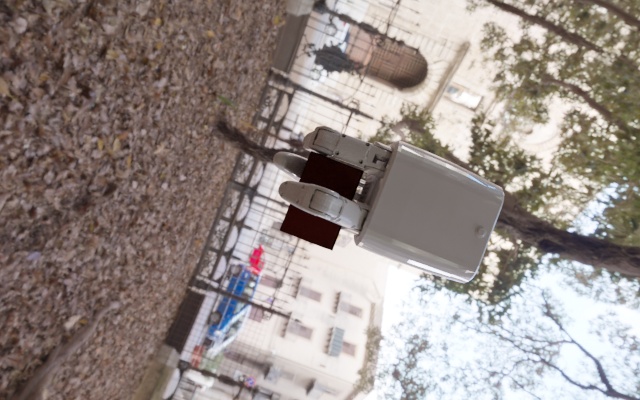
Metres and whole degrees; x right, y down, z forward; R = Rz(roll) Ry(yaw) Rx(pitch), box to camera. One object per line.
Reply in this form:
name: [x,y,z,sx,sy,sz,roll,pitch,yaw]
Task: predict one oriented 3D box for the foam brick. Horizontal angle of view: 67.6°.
foam brick: [0.000,0.002,0.439,0.051,0.078,0.053,22,-2,-2]
